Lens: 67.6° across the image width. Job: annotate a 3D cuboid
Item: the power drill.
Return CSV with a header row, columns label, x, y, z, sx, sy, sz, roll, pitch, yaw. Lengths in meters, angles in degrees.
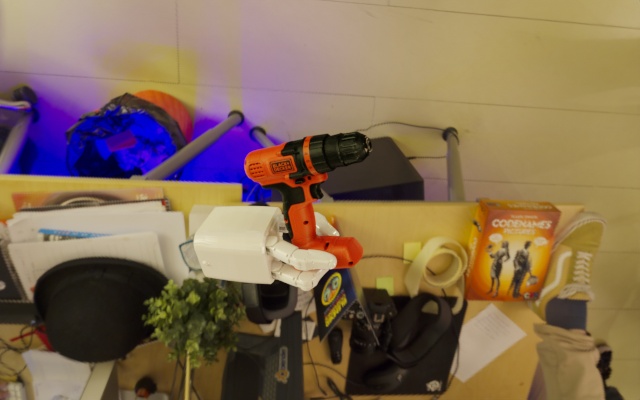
label,x,y,z,sx,sy,sz,roll,pitch,yaw
power drill,0.000,0.003,0.661,0.184,0.188,0.057,-7,20,28
